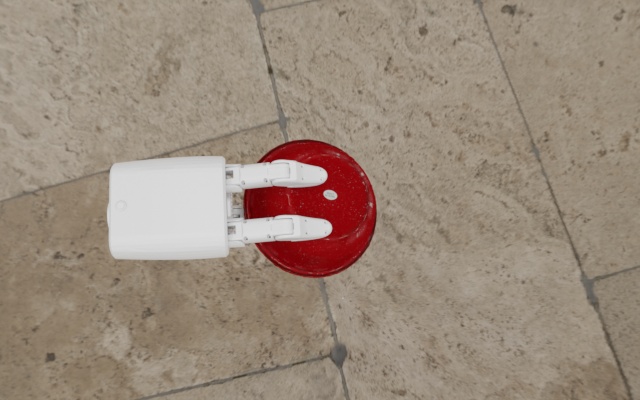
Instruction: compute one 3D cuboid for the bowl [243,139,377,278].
[{"bbox_3d":[0.001,0.001,0.523,0.162,0.162,0.055,0,-12,-21],"label":"bowl"}]
